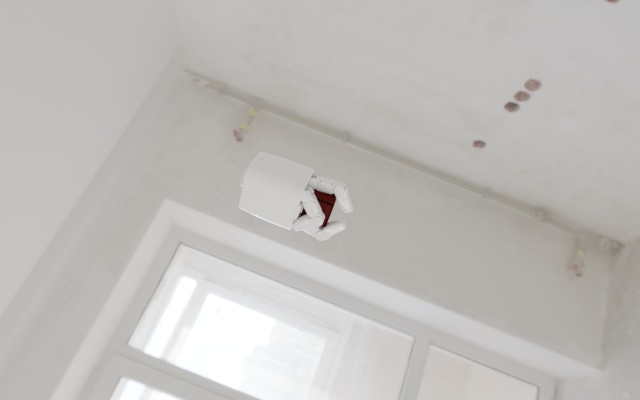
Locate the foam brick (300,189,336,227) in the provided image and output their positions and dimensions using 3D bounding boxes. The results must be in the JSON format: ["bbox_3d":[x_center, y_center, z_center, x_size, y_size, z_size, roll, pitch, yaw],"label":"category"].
[{"bbox_3d":[0.000,0.003,0.891,0.051,0.053,0.078,21,28,1],"label":"foam brick"}]
